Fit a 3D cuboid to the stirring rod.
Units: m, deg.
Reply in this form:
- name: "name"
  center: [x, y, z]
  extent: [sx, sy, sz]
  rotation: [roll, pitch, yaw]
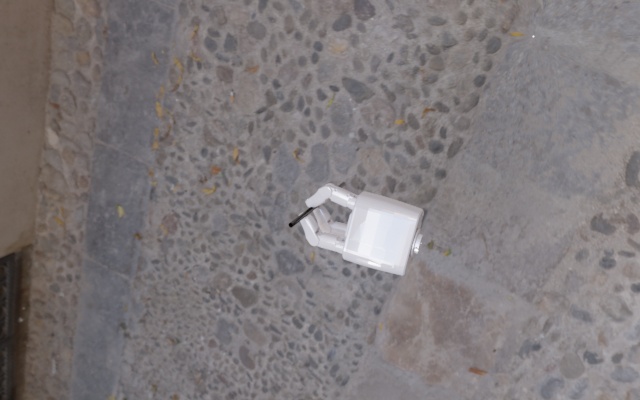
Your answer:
- name: "stirring rod"
  center: [0.000, 0.003, 0.854]
  extent: [0.011, 0.011, 0.239]
  rotation: [0, 17, 24]
